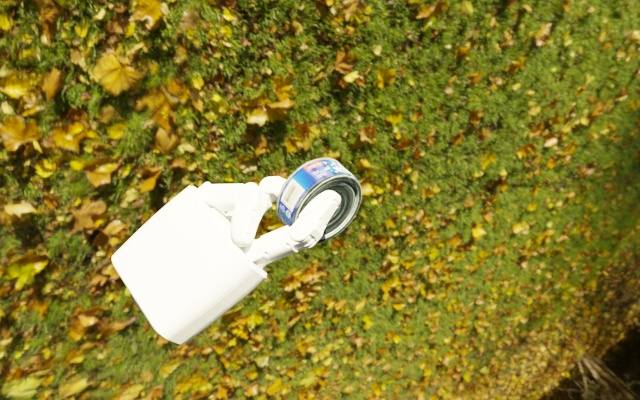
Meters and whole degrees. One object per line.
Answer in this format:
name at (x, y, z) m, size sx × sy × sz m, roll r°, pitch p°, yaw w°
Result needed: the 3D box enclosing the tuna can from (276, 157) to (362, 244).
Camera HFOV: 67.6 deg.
tuna can at (0.000, 0.002, 0.486) m, size 0.086 × 0.086 × 0.033 m, roll 0°, pitch 33°, yaw -42°
